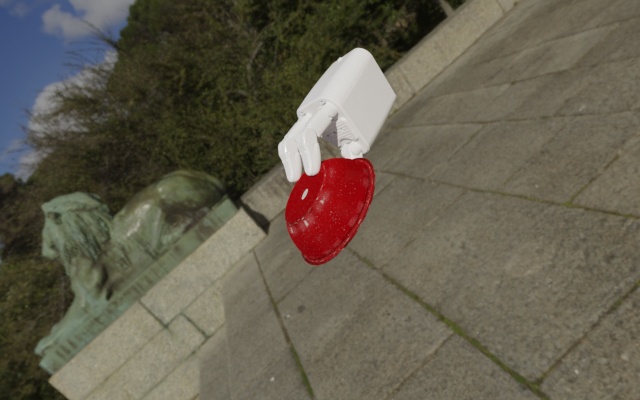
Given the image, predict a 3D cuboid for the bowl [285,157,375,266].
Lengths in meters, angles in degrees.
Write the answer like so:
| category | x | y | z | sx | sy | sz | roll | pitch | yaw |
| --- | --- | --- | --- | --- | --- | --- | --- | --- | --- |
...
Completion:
| category | x | y | z | sx | sy | sz | roll | pitch | yaw |
| --- | --- | --- | --- | --- | --- | --- | --- | --- | --- |
| bowl | -0.001 | 0.003 | 0.634 | 0.055 | 0.162 | 0.162 | 29 | -13 | -24 |
